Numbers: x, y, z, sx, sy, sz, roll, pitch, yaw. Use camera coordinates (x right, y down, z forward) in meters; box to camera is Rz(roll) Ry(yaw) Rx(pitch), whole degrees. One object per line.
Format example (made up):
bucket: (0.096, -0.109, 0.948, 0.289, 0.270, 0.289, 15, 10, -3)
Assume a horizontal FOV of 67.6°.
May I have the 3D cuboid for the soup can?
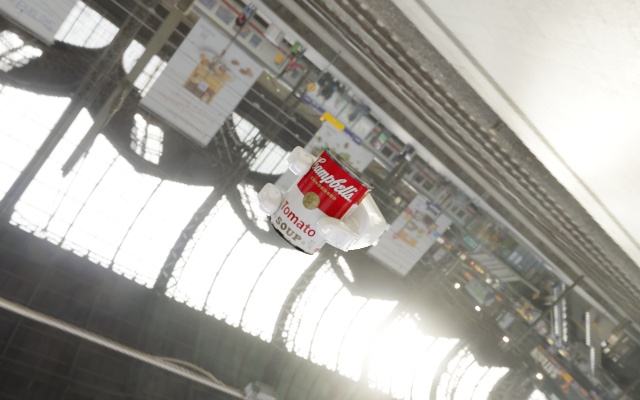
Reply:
soup can: (0.000, 0.002, 0.525, 0.068, 0.102, 0.068, 39, 10, -8)
